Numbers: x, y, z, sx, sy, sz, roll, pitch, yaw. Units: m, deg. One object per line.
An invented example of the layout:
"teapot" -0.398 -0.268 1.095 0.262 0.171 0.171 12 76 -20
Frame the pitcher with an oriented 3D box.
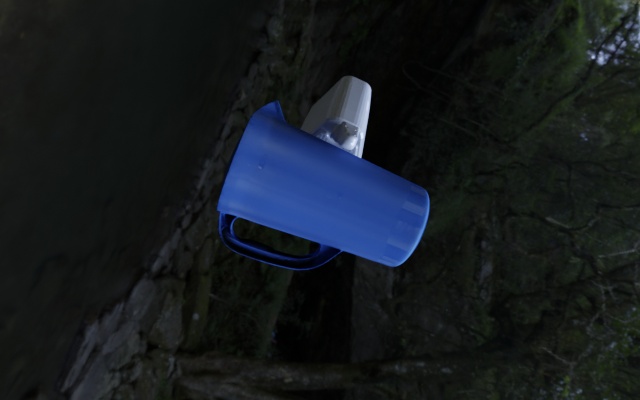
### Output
"pitcher" 0.000 0.002 0.591 0.243 0.145 0.149 22 -43 -7
